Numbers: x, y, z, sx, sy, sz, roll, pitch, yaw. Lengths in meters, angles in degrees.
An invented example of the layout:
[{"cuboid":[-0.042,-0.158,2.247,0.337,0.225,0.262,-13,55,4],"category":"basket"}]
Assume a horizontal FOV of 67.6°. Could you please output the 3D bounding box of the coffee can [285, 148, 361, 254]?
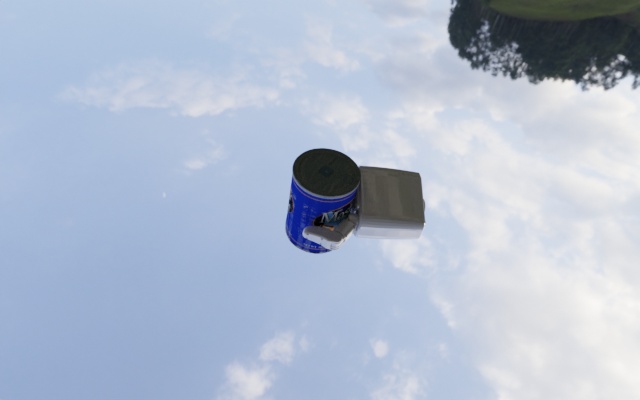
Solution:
[{"cuboid":[0.000,0.002,0.759,0.103,0.102,0.140,0,-42,-10],"category":"coffee can"}]
